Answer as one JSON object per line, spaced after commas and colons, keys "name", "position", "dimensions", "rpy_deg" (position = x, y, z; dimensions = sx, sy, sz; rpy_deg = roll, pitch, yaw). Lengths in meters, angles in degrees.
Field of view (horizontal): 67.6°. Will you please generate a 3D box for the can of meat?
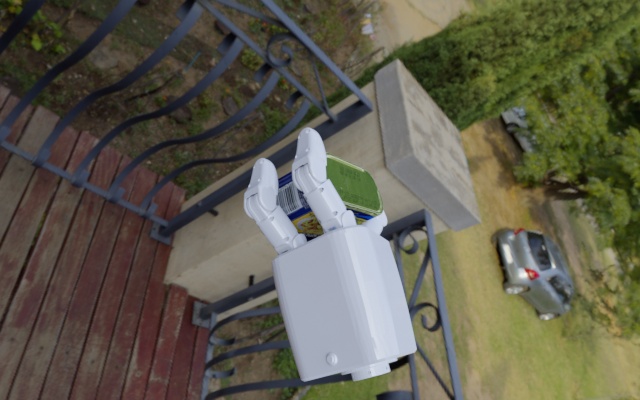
{"name": "can of meat", "position": [0.000, 0.001, 0.465], "dimensions": [0.084, 0.057, 0.102], "rpy_deg": [-27, -25, 31]}
